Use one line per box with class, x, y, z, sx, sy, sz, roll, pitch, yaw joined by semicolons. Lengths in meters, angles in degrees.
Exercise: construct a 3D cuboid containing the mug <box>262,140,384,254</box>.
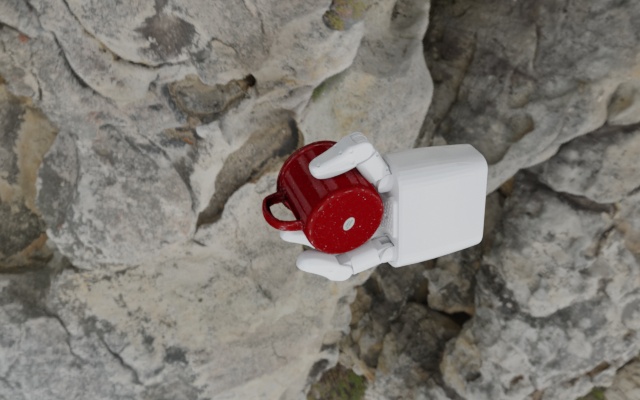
mug;-0.001;0.002;0.477;0.117;0.093;0.081;-12;39;-17
